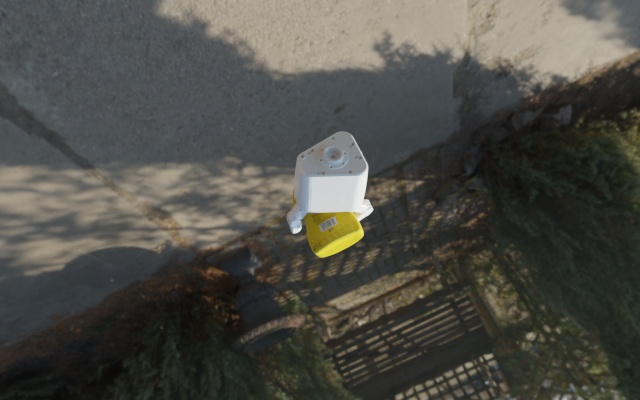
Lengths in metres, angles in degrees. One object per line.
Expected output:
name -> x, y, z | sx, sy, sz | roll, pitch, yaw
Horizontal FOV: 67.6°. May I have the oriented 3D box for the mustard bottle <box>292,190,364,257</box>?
mustard bottle -> 0.000, 0.003, 0.886 | 0.096, 0.191, 0.058 | -29, -29, 8
